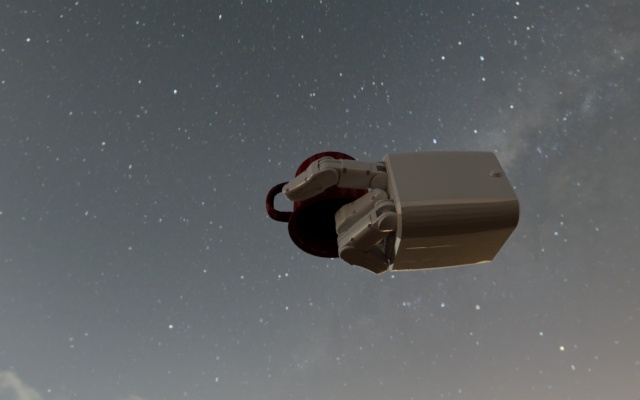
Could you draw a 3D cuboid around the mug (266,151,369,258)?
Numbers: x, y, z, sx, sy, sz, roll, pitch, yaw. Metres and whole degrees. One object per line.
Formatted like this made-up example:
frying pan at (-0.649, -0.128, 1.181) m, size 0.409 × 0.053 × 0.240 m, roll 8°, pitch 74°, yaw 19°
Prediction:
mug at (-0.001, 0.002, 0.514) m, size 0.117 × 0.093 × 0.081 m, roll -1°, pitch 43°, yaw -2°
